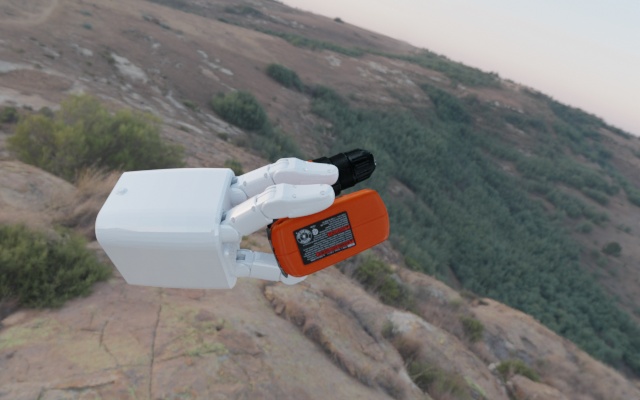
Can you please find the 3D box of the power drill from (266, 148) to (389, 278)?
[{"bbox_3d":[0.000,0.002,0.499,0.184,0.057,0.187,-23,19,-10],"label":"power drill"}]
